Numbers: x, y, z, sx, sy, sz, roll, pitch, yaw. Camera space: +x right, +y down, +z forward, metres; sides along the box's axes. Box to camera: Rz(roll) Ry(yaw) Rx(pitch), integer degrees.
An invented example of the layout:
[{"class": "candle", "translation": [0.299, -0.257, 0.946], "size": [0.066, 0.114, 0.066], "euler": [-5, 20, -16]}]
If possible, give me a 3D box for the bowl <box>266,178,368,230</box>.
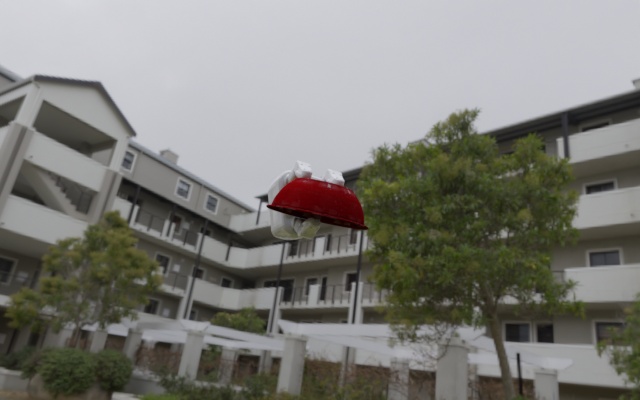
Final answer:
[{"class": "bowl", "translation": [0.001, 0.002, 0.740], "size": [0.162, 0.055, 0.162], "euler": [13, -5, 1]}]
